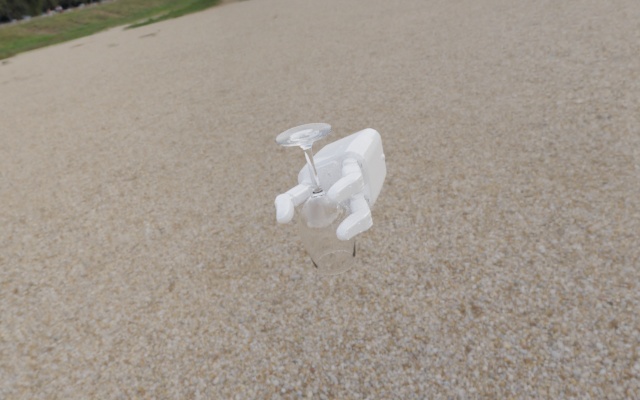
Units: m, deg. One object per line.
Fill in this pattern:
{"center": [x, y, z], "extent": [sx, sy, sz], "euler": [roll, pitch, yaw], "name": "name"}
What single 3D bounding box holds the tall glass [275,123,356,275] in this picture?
{"center": [0.000, 0.002, 0.648], "extent": [0.079, 0.201, 0.079], "euler": [-11, 25, 5], "name": "tall glass"}
